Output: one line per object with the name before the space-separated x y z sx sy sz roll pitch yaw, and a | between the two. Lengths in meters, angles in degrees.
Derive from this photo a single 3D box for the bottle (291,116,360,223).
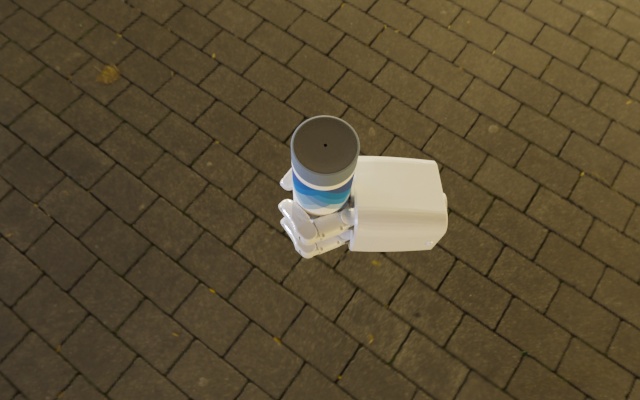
bottle | 0.000 0.002 0.592 0.069 0.069 0.296 0 -22 -2
